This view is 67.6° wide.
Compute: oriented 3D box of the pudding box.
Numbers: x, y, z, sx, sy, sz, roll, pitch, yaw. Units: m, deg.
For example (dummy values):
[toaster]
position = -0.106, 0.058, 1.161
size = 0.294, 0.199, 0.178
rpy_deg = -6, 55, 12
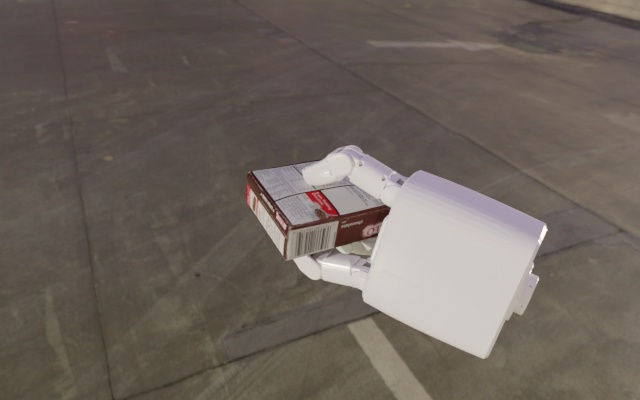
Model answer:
[pudding box]
position = 0.000, 0.001, 0.437
size = 0.113, 0.039, 0.090
rpy_deg = -11, 39, -29
